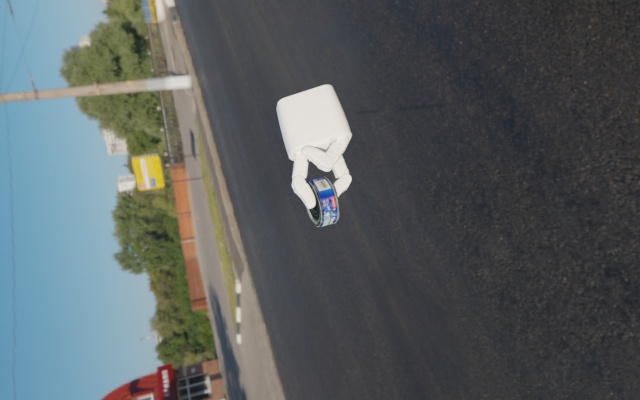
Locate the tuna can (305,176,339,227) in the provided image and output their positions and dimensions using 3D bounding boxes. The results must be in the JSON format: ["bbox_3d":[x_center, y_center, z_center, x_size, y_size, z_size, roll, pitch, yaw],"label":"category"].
[{"bbox_3d":[0.000,0.003,0.841,0.034,0.086,0.086,-14,5,-19],"label":"tuna can"}]
